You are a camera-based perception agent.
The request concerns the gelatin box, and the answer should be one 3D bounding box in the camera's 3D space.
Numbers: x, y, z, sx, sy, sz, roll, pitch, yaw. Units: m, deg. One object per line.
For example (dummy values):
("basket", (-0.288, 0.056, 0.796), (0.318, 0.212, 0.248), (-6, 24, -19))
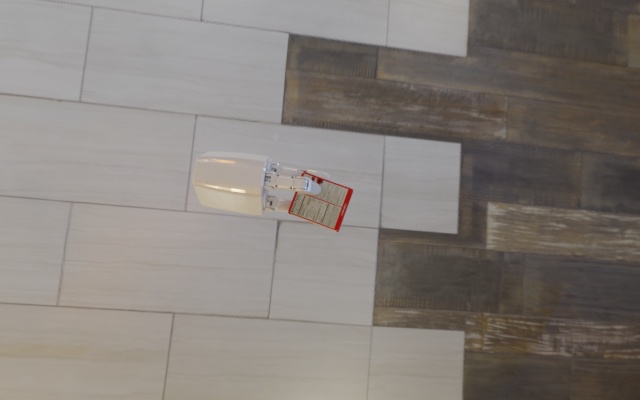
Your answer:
("gelatin box", (0.000, 0.003, 0.779), (0.089, 0.073, 0.030), (20, -7, 4))
